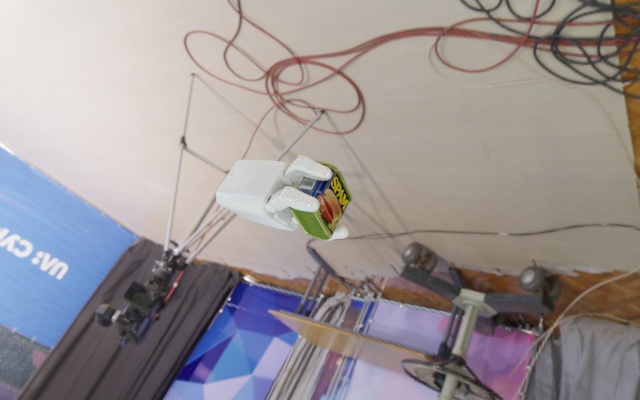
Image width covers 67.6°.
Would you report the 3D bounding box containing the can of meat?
[{"bbox_3d":[0.000,0.003,0.751,0.057,0.084,0.102,11,-31,31],"label":"can of meat"}]
